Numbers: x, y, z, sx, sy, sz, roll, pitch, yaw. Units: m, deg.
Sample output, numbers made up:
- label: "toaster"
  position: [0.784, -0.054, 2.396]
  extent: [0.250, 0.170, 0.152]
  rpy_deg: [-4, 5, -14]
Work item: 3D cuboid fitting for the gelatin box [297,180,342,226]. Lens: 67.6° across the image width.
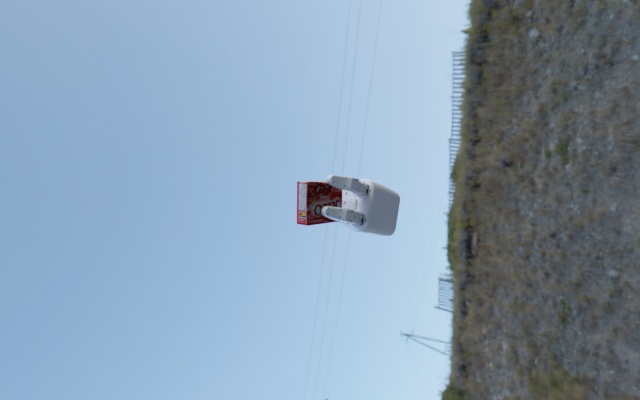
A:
- label: "gelatin box"
  position: [0.000, 0.003, 0.819]
  extent: [0.030, 0.073, 0.089]
  rpy_deg: [6, 7, 45]
